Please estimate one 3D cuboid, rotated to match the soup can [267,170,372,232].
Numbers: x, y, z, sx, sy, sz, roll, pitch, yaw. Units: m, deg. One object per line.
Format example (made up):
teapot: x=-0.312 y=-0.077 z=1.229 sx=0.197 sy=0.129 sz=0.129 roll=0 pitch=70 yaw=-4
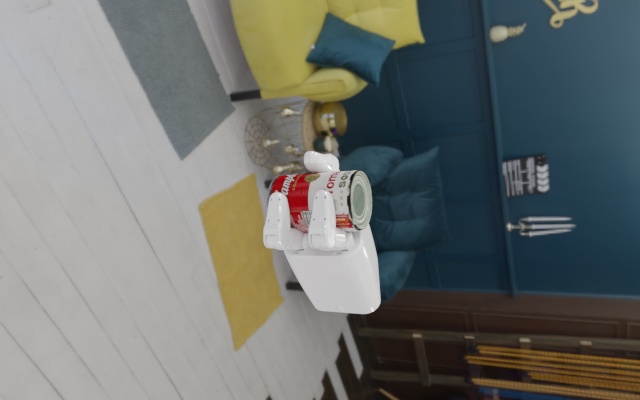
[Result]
soup can: x=0.000 y=0.001 z=0.544 sx=0.102 sy=0.068 sz=0.068 roll=-2 pitch=-1 yaw=26
